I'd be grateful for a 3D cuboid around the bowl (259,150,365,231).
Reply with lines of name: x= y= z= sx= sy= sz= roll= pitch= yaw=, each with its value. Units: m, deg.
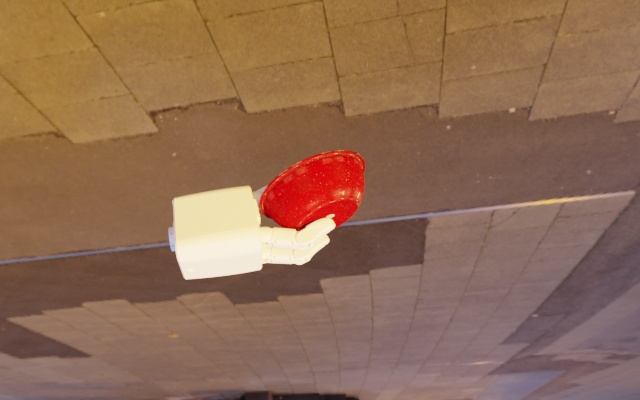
bowl: x=0.001 y=0.002 z=0.658 sx=0.162 sy=0.055 sz=0.162 roll=-22 pitch=-25 yaw=-11
